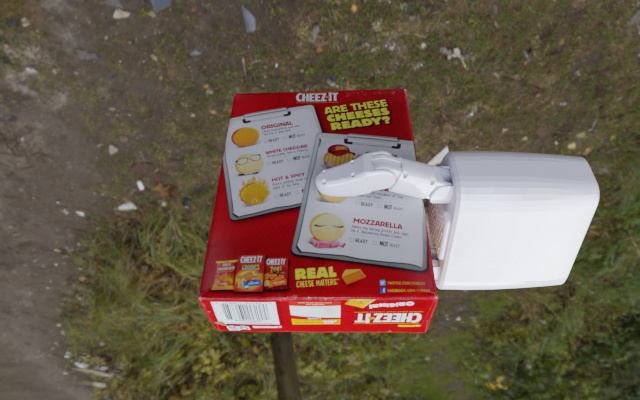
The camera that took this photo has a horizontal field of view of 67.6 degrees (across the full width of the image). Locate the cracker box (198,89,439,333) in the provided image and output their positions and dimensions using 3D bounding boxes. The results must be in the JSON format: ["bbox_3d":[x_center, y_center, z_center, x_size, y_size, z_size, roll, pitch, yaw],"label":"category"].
[{"bbox_3d":[0.000,0.001,0.405,0.164,0.213,0.072,-1,-38,2],"label":"cracker box"}]
